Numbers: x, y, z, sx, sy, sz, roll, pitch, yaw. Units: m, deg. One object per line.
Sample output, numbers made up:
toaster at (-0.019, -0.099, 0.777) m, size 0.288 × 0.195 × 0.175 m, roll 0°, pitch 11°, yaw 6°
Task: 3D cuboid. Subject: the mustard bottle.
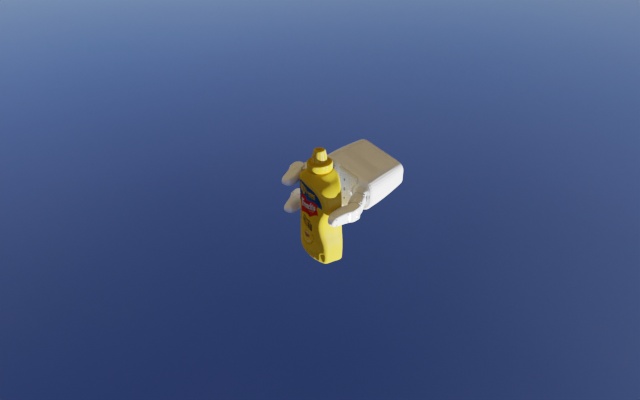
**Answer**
mustard bottle at (0.000, 0.003, 0.785) m, size 0.058 × 0.192 × 0.096 m, roll -15°, pitch 34°, yaw -22°
